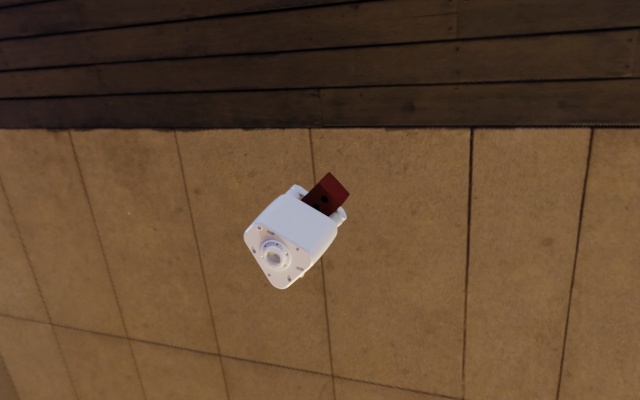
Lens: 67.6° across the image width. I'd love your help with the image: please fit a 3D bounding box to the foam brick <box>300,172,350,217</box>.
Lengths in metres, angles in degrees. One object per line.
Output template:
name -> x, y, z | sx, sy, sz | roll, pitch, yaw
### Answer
foam brick -> 0.000, 0.002, 0.788 | 0.078, 0.053, 0.051 | -44, 2, 30
